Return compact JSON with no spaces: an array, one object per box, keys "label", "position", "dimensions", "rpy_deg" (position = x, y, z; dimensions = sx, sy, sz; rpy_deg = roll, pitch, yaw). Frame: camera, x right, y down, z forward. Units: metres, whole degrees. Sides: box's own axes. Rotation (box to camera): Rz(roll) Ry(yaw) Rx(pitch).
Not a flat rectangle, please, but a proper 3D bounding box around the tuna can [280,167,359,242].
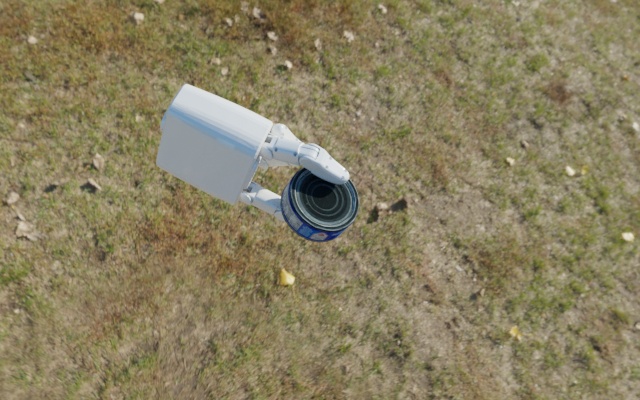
[{"label":"tuna can","position":[0.000,0.002,0.541],"dimensions":[0.086,0.086,0.034],"rpy_deg":[0,-24,-24]}]
